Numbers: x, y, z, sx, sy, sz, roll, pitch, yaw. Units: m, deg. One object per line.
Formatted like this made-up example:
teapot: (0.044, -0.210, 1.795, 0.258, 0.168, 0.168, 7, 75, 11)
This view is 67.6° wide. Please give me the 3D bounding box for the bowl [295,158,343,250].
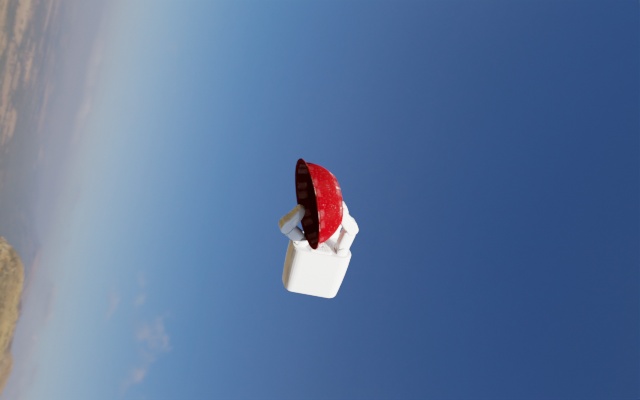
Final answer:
bowl: (0.001, 0.002, 0.835, 0.055, 0.162, 0.162, -10, 2, -13)
